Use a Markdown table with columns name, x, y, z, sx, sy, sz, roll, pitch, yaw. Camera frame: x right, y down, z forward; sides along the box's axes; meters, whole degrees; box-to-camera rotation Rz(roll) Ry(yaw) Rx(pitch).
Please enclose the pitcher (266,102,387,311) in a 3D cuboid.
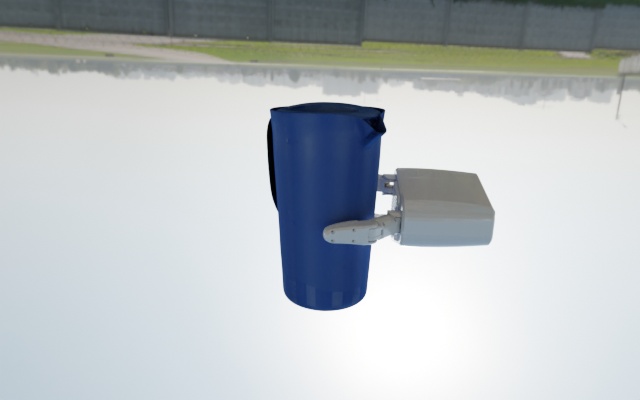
| name | x | y | z | sx | sy | sz | roll | pitch | yaw |
| --- | --- | --- | --- | --- | --- | --- | --- | --- | --- |
| pitcher | 0.000 | 0.002 | 0.588 | 0.145 | 0.243 | 0.149 | 1 | 15 | 0 |
